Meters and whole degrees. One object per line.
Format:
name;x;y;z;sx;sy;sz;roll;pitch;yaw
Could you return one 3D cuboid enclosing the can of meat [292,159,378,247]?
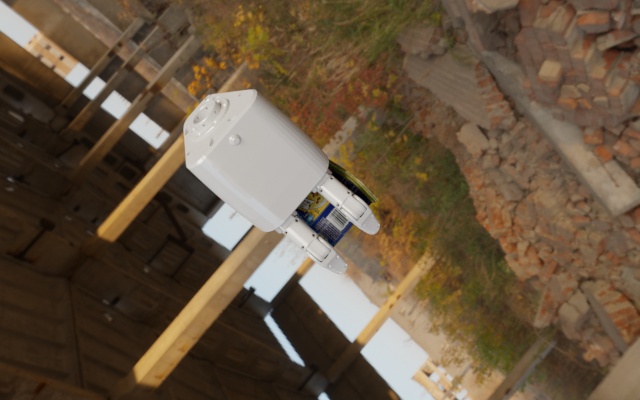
can of meat;0.000;0.002;0.538;0.057;0.084;0.102;43;-3;-39
